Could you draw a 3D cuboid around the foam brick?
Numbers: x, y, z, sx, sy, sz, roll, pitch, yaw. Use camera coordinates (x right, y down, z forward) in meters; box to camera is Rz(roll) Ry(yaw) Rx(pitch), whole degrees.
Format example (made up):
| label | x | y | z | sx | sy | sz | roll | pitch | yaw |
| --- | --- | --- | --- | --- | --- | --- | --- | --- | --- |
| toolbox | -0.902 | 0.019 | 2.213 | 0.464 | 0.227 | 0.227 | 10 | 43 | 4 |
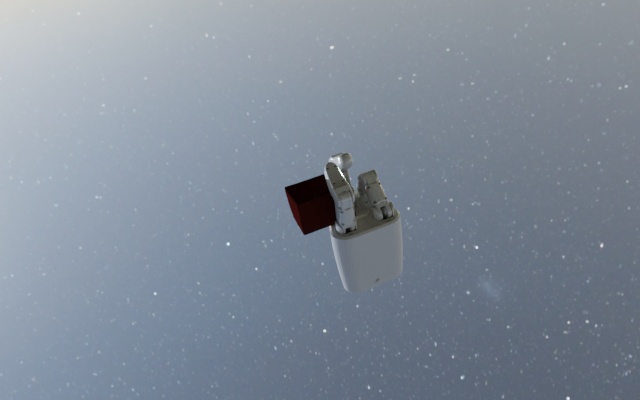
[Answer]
| label | x | y | z | sx | sy | sz | roll | pitch | yaw |
| --- | --- | --- | --- | --- | --- | --- | --- | --- | --- |
| foam brick | 0.000 | 0.002 | 0.639 | 0.078 | 0.051 | 0.053 | -19 | 35 | -12 |
